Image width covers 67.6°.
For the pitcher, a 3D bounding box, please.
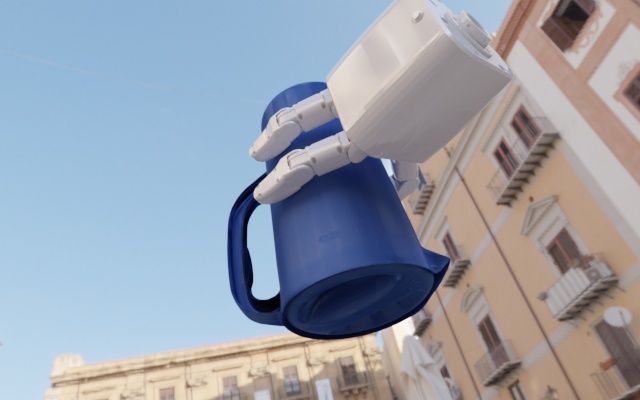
[{"bbox_3d":[0.000,0.001,0.462,0.149,0.242,0.145,16,-47,-35],"label":"pitcher"}]
